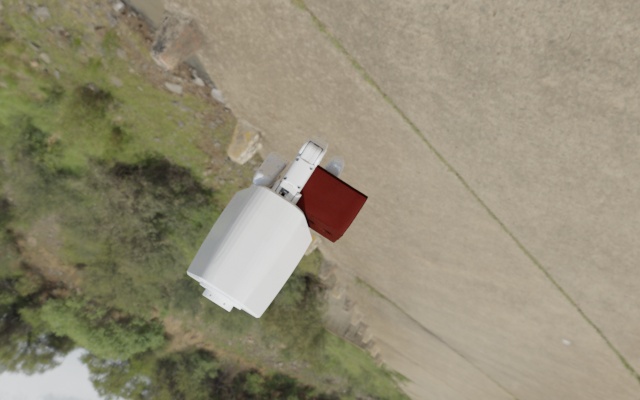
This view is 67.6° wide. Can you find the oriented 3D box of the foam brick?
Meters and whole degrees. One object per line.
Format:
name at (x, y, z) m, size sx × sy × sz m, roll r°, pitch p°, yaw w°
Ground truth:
foam brick at (0.000, 0.002, 0.509) m, size 0.078 × 0.051 × 0.053 m, roll 32°, pitch -17°, yaw -1°
